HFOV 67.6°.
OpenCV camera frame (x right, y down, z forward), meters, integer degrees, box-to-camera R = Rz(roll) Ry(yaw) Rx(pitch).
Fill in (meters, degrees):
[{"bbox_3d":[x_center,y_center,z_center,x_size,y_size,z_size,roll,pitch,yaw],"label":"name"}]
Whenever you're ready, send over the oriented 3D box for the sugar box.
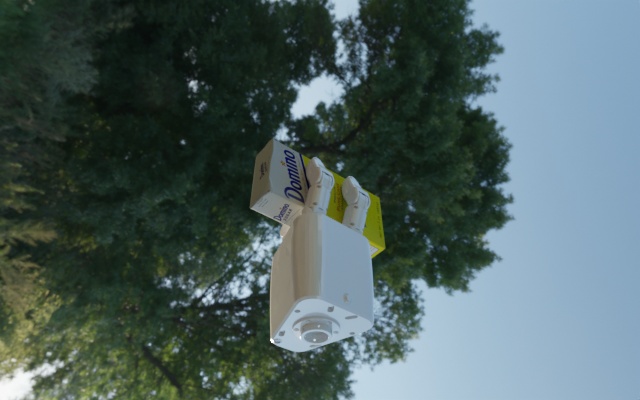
[{"bbox_3d":[0.001,0.002,0.598,0.176,0.093,0.048,29,-51,-28],"label":"sugar box"}]
